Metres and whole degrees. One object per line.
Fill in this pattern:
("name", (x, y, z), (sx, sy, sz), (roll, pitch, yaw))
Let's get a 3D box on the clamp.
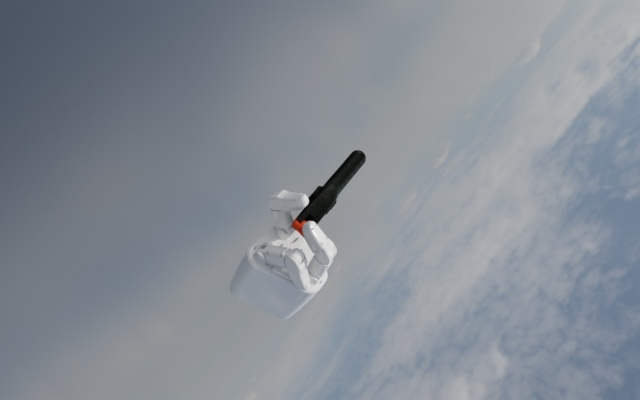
("clamp", (0.001, 0.003, 0.697), (0.171, 0.039, 0.120), (-48, -4, -44))
